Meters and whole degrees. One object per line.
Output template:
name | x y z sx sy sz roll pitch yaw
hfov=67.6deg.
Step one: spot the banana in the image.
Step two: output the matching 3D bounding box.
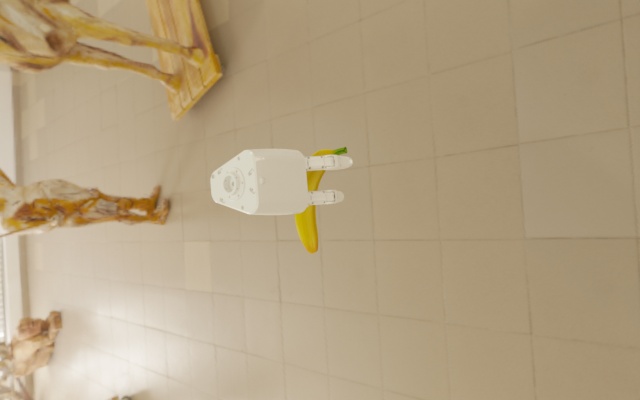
banana | -0.013 -0.007 0.833 0.069 0.198 0.037 24 16 31
